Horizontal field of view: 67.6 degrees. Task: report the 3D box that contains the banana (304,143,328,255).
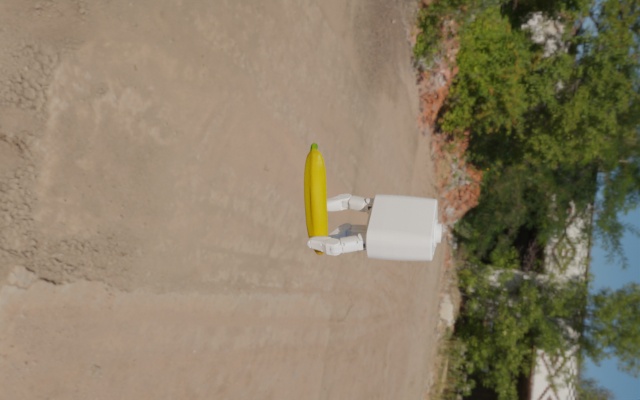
[{"bbox_3d":[-0.005,0.001,0.812,0.037,0.198,0.069,0,5,15],"label":"banana"}]
